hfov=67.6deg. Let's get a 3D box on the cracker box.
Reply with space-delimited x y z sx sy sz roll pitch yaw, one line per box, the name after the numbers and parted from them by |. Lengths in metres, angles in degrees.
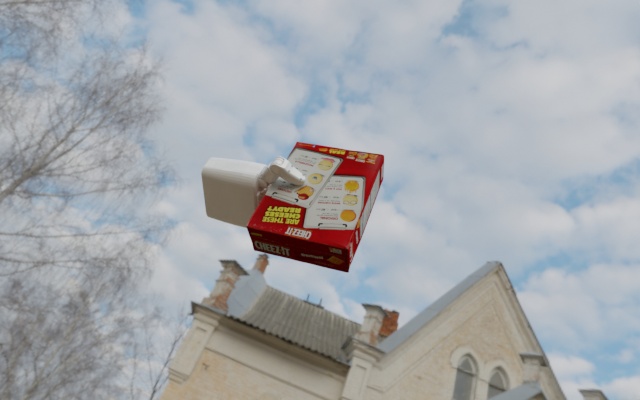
0.000 0.002 0.788 0.164 0.213 0.072 11 -41 17 | cracker box
